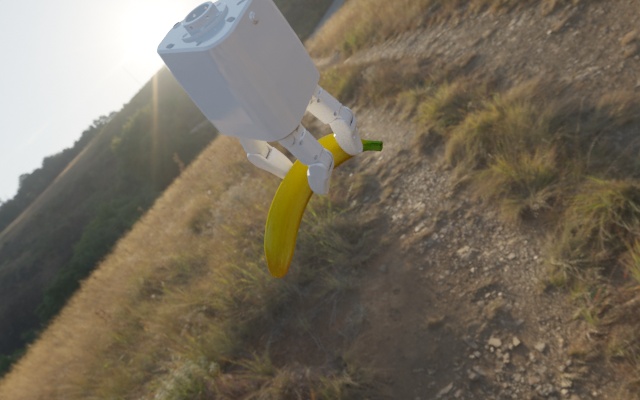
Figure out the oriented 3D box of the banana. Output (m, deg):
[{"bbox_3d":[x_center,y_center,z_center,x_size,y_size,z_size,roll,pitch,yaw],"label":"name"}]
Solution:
[{"bbox_3d":[-0.013,-0.010,0.530,0.069,0.197,0.037,32,-14,23],"label":"banana"}]
